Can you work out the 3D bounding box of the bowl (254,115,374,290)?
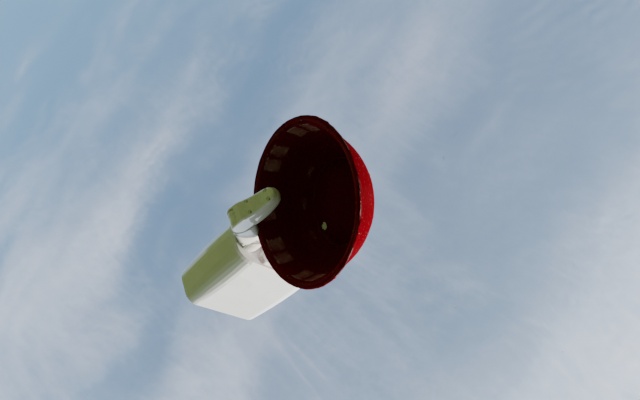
[{"bbox_3d":[0.001,0.001,0.459,0.055,0.162,0.162,-1,1,-39],"label":"bowl"}]
